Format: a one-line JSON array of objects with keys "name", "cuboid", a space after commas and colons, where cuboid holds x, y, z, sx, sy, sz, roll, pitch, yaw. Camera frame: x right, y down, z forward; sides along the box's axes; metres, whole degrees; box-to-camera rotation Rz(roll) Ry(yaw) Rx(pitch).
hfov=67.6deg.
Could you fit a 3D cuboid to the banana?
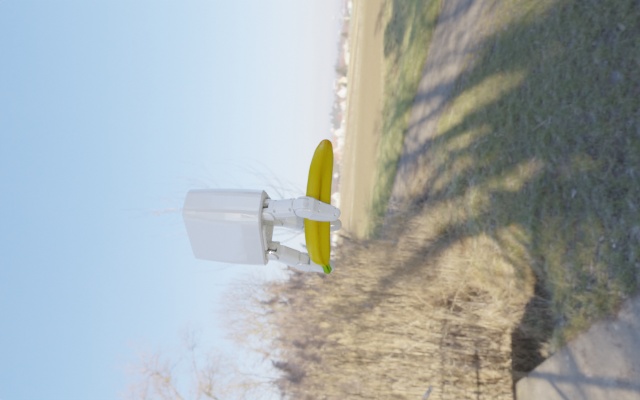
[{"name": "banana", "cuboid": [-0.002, 0.003, 0.672, 0.037, 0.198, 0.069, 1, -7, 5]}]
